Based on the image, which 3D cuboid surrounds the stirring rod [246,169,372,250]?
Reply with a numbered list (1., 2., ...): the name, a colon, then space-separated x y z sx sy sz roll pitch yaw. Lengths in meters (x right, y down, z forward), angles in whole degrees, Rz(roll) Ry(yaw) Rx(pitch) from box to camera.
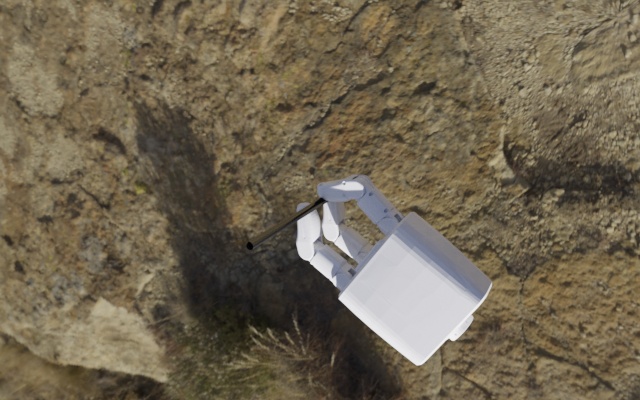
1. stirring rod: 0.000 0.002 0.504 0.011 0.011 0.239 0 18 32
